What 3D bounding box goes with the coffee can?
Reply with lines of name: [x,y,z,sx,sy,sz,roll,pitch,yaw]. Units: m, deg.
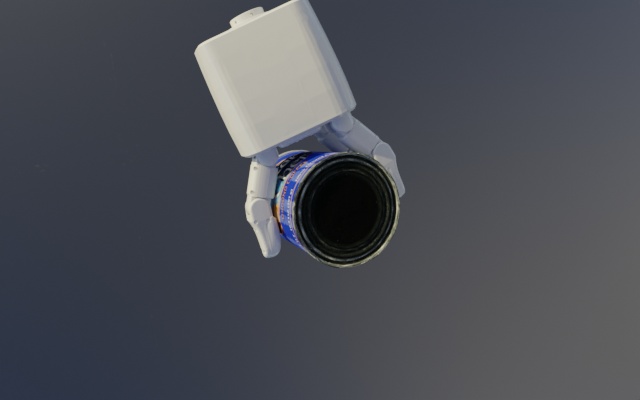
coffee can: [0.000,0.002,0.479,0.103,0.103,0.140,0,6,-21]
